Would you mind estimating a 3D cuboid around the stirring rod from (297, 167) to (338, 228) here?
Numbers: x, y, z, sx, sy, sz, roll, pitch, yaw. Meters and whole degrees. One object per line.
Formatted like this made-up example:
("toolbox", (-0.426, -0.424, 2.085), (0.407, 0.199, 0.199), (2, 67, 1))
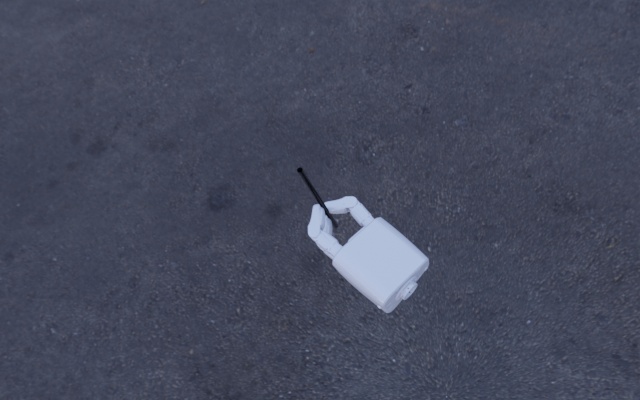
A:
("stirring rod", (0.000, 0.003, 0.764), (0.011, 0.011, 0.240), (0, -22, 15))
